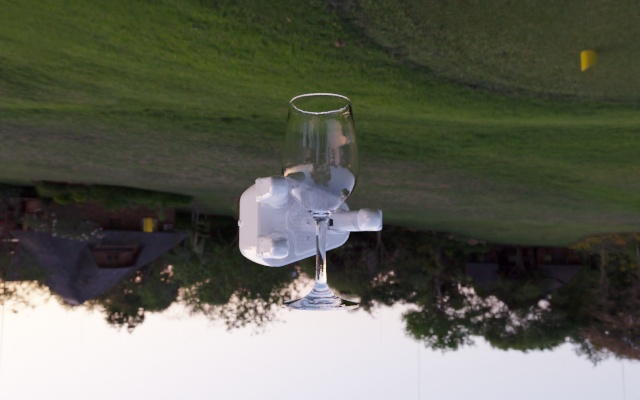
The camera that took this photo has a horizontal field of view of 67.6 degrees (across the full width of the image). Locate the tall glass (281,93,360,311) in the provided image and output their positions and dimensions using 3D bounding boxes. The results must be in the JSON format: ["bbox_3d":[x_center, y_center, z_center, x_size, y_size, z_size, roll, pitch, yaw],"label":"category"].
[{"bbox_3d":[0.000,0.002,0.468,0.079,0.201,0.079,0,-4,0],"label":"tall glass"}]
